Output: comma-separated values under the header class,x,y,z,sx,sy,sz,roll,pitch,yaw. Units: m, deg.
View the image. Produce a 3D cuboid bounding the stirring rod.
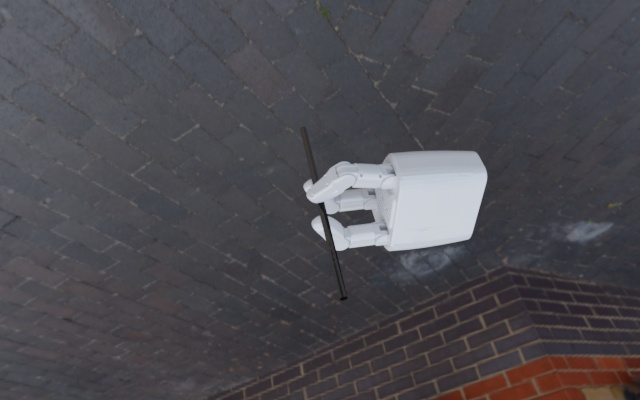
class,x,y,z,sx,sy,sz,roll,pitch,yaw
stirring rod,0.000,0.002,0.531,0.011,0.239,0.011,-8,-38,-7
